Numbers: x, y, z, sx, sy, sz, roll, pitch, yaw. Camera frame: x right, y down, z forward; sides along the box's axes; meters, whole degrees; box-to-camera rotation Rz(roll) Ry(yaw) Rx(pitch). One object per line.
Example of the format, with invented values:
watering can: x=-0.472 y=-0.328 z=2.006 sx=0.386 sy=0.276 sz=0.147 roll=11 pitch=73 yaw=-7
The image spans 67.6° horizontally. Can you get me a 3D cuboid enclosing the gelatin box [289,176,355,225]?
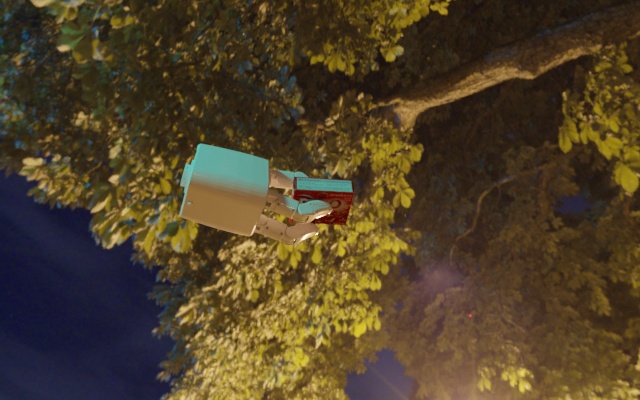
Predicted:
gelatin box: x=0.000 y=0.002 z=0.709 sx=0.089 sy=0.030 sz=0.073 roll=3 pitch=-43 yaw=-8
